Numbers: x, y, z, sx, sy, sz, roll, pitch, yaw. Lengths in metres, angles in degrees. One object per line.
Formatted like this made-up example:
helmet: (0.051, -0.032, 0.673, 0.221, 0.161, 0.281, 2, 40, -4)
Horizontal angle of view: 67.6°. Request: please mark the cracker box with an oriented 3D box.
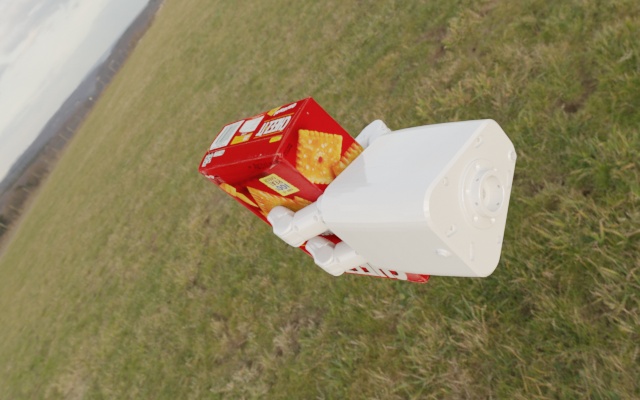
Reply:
cracker box: (0.000, 0.001, 0.493, 0.214, 0.072, 0.164, 41, -24, -29)
